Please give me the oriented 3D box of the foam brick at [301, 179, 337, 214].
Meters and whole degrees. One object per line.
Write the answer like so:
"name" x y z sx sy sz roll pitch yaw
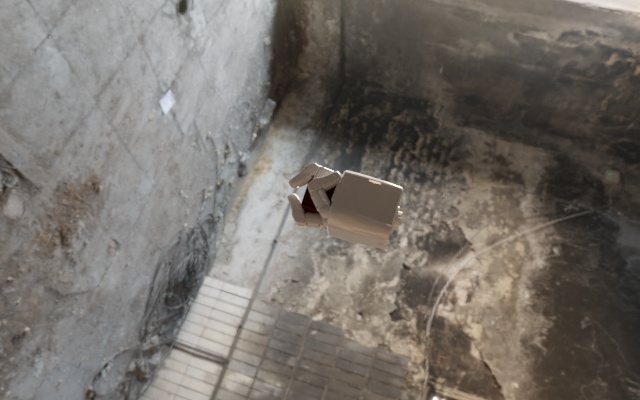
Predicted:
"foam brick" 0.000 0.003 0.859 0.051 0.053 0.078 16 -17 9
